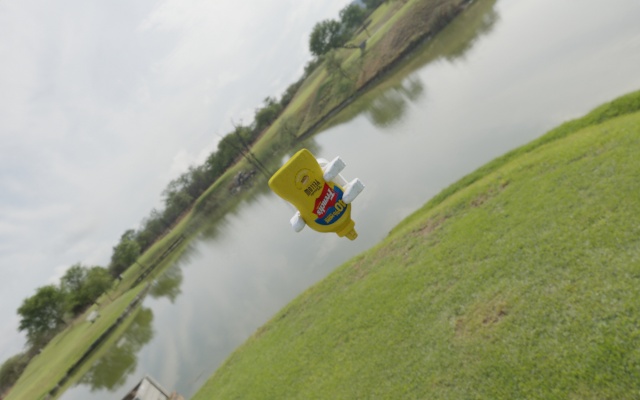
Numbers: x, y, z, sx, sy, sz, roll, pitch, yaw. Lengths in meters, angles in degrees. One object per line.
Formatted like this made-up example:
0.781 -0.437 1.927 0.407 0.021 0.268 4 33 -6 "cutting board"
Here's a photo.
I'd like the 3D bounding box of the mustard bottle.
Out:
0.000 0.003 0.891 0.096 0.191 0.058 -47 11 -18 "mustard bottle"
